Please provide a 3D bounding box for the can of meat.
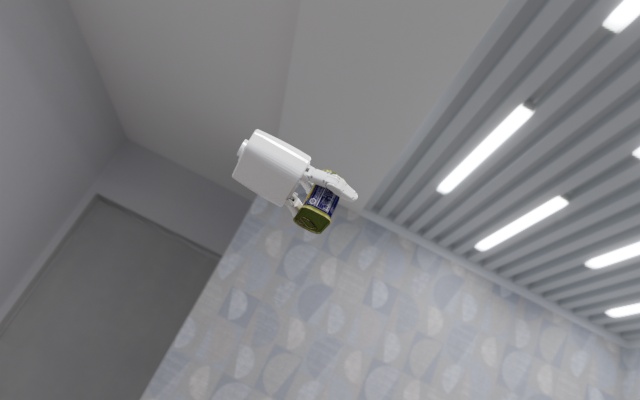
[{"bbox_3d":[0.000,0.003,0.854,0.057,0.084,0.102,28,-23,-4],"label":"can of meat"}]
